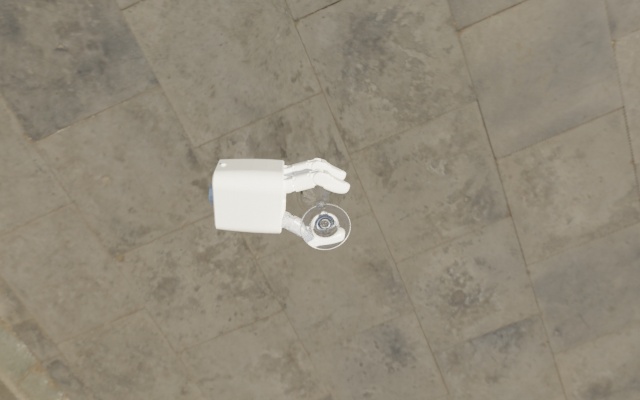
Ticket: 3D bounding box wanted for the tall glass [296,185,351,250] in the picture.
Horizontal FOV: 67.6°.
[{"bbox_3d":[0.000,0.003,0.783,0.079,0.079,0.201,0,21,-4],"label":"tall glass"}]
